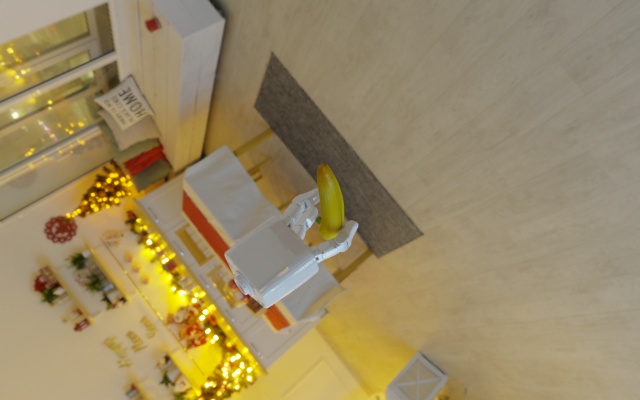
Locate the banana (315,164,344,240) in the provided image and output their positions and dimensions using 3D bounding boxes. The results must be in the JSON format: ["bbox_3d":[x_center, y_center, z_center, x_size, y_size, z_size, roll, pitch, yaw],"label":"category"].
[{"bbox_3d":[0.012,0.017,0.793,0.037,0.069,0.198,-34,-22,-20],"label":"banana"}]
